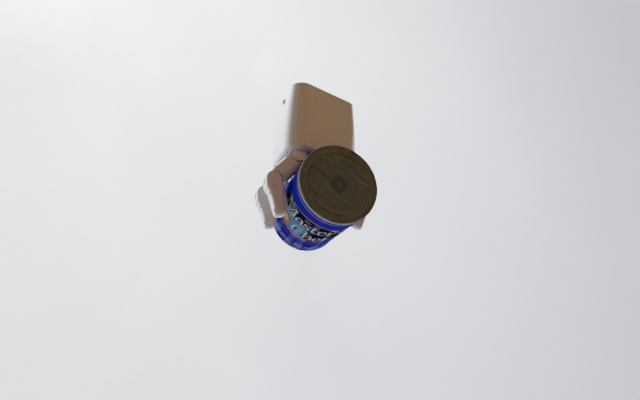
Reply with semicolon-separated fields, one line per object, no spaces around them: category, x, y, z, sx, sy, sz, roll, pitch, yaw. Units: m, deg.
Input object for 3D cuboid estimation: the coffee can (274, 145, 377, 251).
coffee can;0.000;0.002;0.641;0.103;0.102;0.140;0;-19;-21
